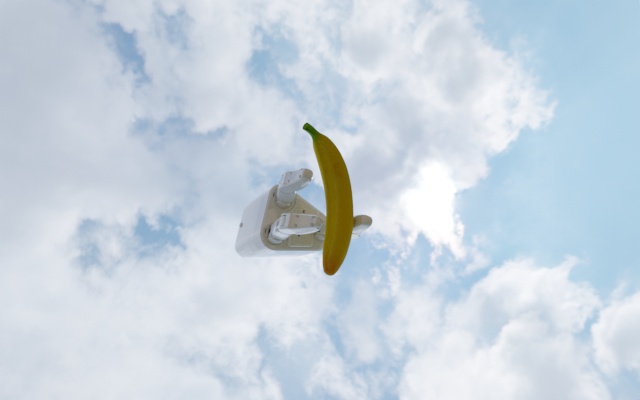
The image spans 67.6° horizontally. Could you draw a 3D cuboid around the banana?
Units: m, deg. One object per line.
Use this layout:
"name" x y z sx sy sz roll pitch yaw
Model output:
"banana" 0.014 -0.002 0.628 0.069 0.197 0.037 -3 -11 -38
